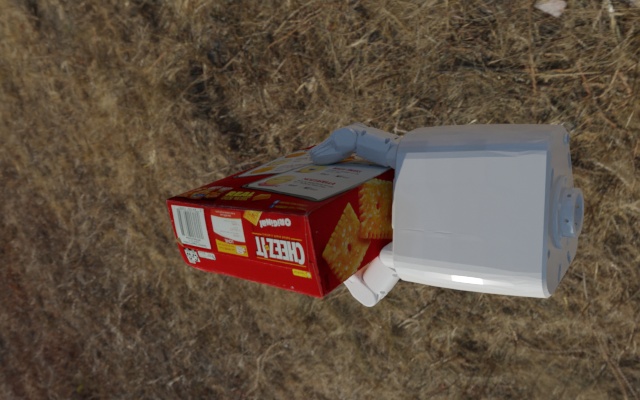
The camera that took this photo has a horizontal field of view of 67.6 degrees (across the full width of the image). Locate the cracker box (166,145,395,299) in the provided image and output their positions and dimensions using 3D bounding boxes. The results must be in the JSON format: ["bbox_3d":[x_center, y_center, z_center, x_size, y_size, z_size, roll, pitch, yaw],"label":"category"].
[{"bbox_3d":[0.000,0.001,0.437,0.164,0.072,0.213,4,20,39],"label":"cracker box"}]
